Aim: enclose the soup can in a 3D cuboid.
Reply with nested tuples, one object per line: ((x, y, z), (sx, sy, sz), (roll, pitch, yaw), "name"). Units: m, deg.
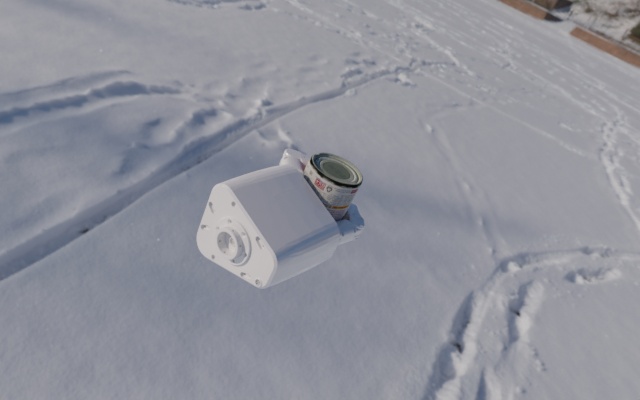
((0.001, 0.002, 0.575), (0.068, 0.102, 0.068), (19, 30, -12), "soup can")
